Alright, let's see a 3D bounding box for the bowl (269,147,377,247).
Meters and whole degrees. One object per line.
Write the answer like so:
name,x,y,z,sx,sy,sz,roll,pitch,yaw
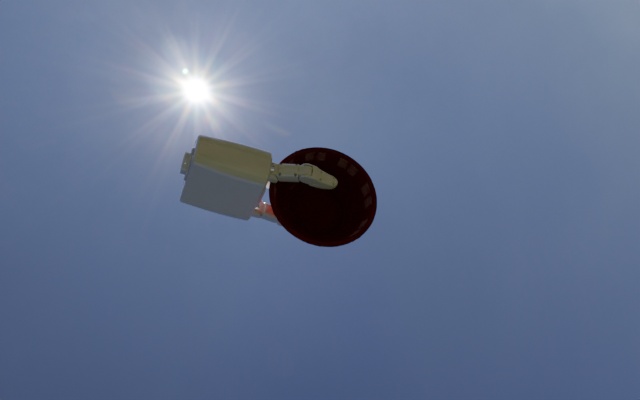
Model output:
bowl,0.001,0.003,0.715,0.162,0.162,0.055,0,-26,-13
